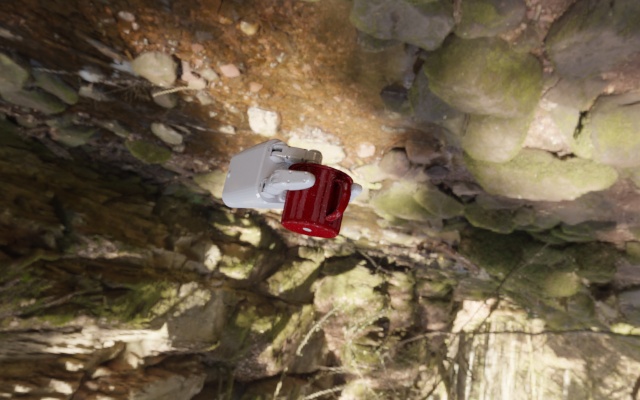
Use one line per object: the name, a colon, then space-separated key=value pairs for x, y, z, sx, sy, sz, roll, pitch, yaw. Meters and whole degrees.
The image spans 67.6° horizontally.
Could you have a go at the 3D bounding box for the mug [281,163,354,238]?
mug: x=0.001 y=0.002 z=0.642 sx=0.093 sy=0.081 sz=0.117 roll=22 pitch=-18 yaw=-35
